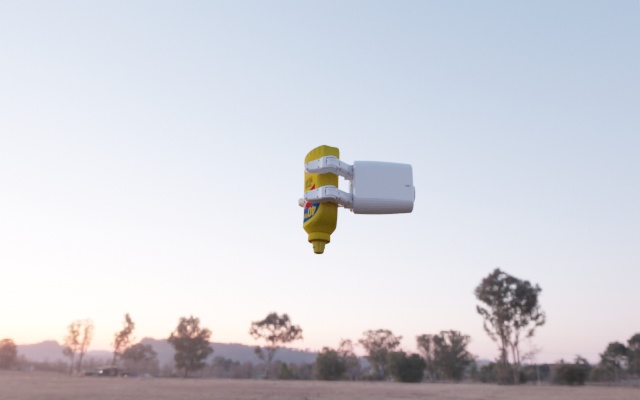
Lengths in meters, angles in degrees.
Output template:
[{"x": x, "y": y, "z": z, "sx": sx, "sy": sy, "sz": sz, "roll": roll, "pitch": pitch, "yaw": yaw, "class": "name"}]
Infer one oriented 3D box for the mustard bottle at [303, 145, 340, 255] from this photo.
[{"x": 0.000, "y": 0.003, "z": 0.865, "sx": 0.058, "sy": 0.191, "sz": 0.096, "roll": 10, "pitch": -22, "yaw": -23, "class": "mustard bottle"}]
